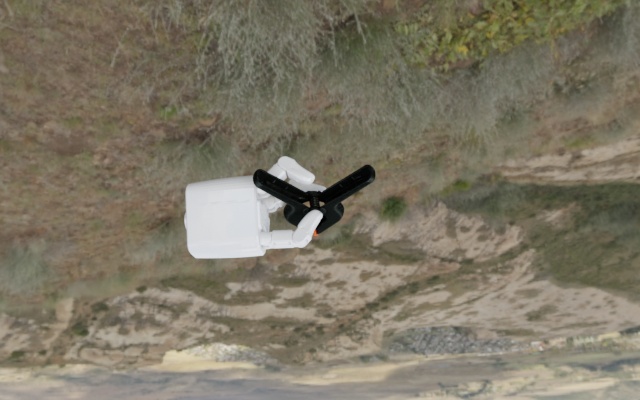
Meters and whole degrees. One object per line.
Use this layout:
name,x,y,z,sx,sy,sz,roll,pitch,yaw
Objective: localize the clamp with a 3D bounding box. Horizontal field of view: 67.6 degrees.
clamp,0.000,0.003,0.719,0.164,0.036,0.210,-4,-25,4
